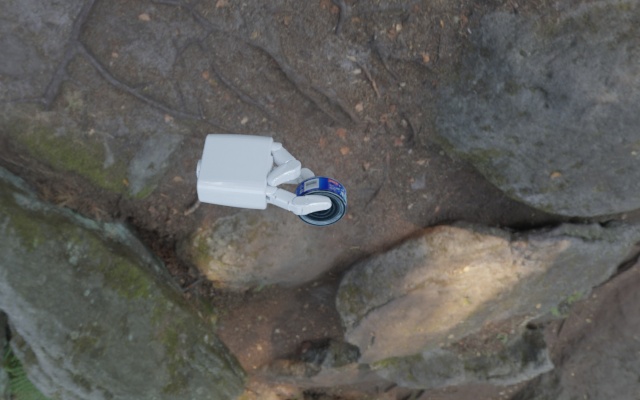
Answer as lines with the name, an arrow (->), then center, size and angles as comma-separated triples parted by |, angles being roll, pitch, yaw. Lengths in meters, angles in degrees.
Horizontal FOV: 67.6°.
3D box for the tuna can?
tuna can -> 0.000, 0.003, 0.776 | 0.086, 0.086, 0.033 | 0, 45, 0
